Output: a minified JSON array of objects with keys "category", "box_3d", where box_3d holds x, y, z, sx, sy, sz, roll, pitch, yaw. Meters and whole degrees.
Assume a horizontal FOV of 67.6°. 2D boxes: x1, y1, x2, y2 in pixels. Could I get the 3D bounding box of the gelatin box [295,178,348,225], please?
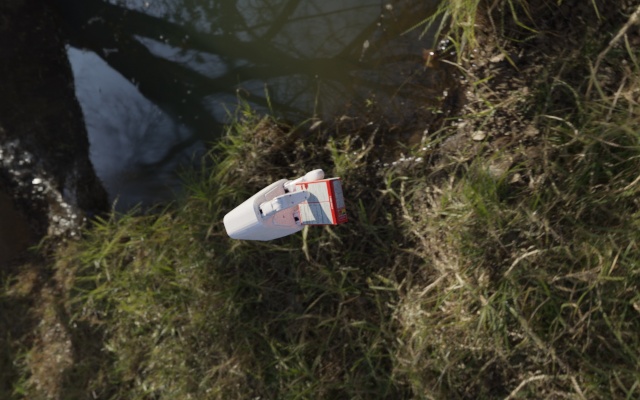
[{"category":"gelatin box","box_3d":[0.000,0.003,0.791,0.030,0.073,0.089,-14,7,-42]}]
